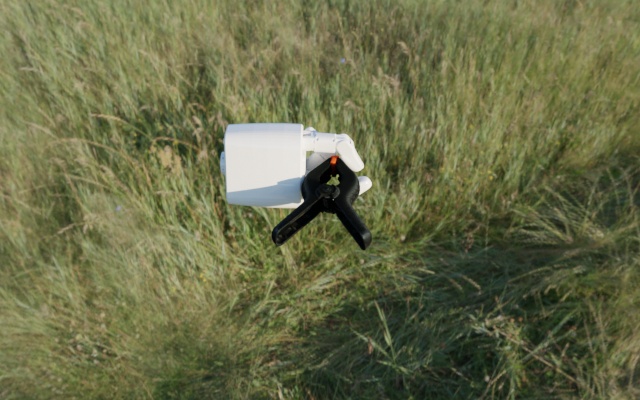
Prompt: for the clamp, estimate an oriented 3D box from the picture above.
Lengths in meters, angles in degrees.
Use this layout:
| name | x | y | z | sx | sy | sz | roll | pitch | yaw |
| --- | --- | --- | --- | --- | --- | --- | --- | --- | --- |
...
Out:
| name | x | y | z | sx | sy | sz | roll | pitch | yaw |
| --- | --- | --- | --- | --- | --- | --- | --- | --- | --- |
| clamp | 0.000 | 0.001 | 0.621 | 0.120 | 0.039 | 0.171 | 1 | 38 | -2 |
